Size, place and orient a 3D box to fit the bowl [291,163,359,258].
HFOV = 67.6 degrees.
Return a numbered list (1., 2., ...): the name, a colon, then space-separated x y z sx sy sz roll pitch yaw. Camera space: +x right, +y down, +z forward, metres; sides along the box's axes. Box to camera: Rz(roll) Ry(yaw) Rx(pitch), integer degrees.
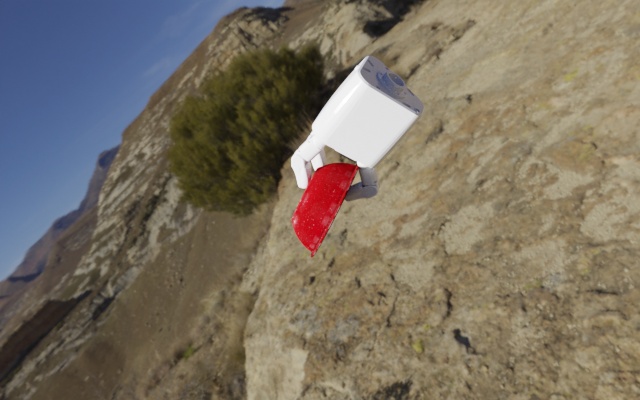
1. bowl: -0.001 0.003 0.723 0.055 0.162 0.162 26 0 0
